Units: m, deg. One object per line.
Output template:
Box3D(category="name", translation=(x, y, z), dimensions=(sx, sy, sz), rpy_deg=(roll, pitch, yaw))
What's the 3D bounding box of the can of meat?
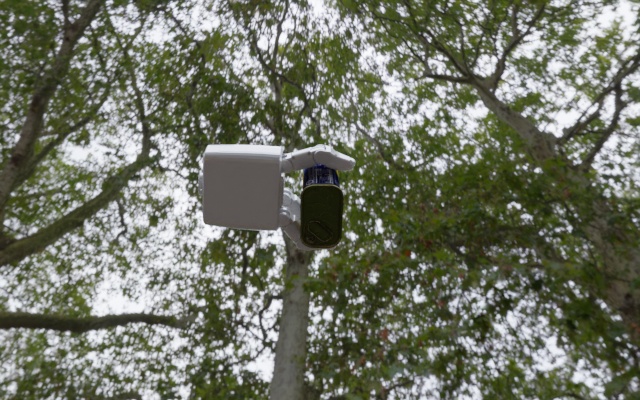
Box3D(category="can of meat", translation=(0.000, 0.002, 0.675), dimensions=(0.057, 0.102, 0.084), rpy_deg=(0, 32, -2))
